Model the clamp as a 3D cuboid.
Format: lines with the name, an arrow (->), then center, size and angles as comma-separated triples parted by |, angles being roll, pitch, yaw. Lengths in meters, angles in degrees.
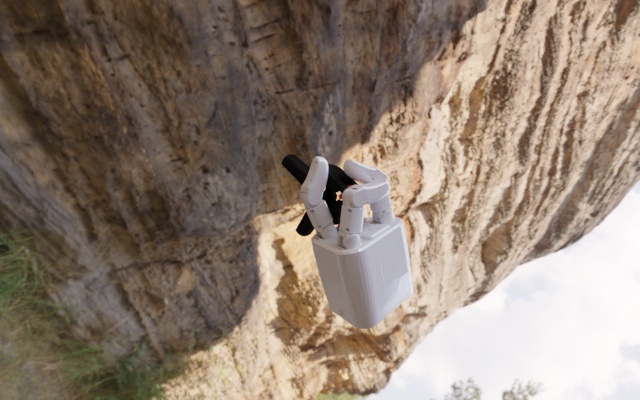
clamp -> 0.001, 0.002, 0.641 | 0.039, 0.120, 0.171 | -20, 18, -25
